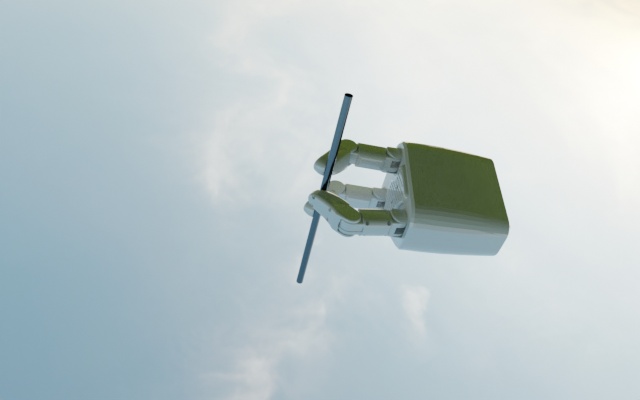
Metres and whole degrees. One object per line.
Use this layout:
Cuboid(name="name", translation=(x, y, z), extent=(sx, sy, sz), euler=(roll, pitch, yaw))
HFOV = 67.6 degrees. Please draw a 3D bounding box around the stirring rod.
Cuboid(name="stirring rod", translation=(0.000, 0.002, 0.485), extent=(0.011, 0.240, 0.011), euler=(9, 38, -7))
